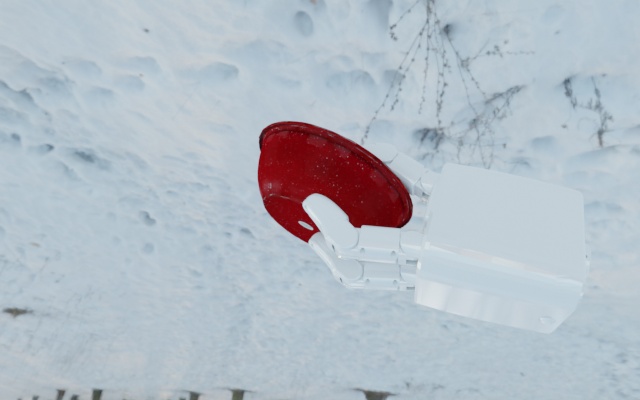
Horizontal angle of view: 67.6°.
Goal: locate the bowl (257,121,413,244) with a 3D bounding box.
[{"bbox_3d":[-0.001,0.002,0.441,0.162,0.055,0.162,26,-23,12],"label":"bowl"}]
